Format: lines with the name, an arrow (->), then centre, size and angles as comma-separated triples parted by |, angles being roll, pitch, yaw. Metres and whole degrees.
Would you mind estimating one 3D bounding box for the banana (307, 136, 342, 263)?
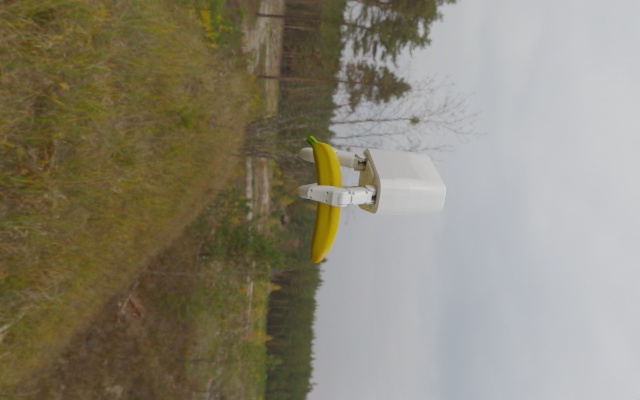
banana -> 0.007, 0.000, 0.721 | 0.037, 0.198, 0.069 | -1, 2, -21
